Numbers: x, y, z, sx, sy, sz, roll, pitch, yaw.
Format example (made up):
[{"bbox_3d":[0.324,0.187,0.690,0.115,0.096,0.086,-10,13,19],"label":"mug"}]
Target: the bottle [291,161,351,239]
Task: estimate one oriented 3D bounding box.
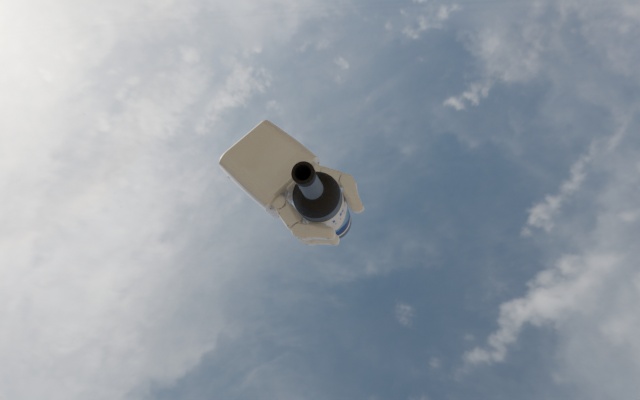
[{"bbox_3d":[0.000,0.002,0.681,0.069,0.069,0.296,0,-13,8],"label":"bottle"}]
